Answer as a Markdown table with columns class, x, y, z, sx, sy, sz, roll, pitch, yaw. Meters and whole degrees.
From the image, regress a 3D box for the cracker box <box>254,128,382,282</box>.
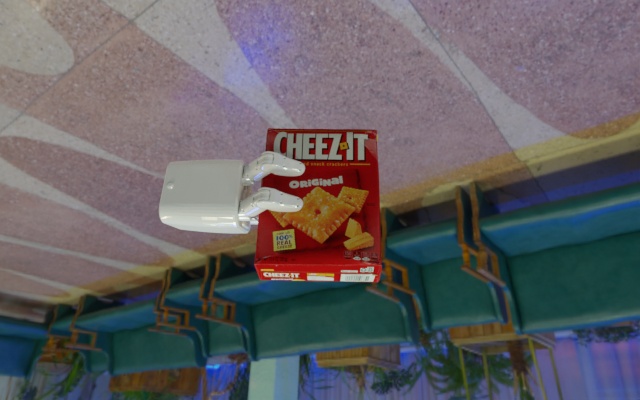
| class | x | y | z | sx | sy | sz | roll | pitch | yaw |
| --- | --- | --- | --- | --- | --- | --- | --- | --- | --- |
| cracker box | 0.000 | 0.002 | 0.668 | 0.164 | 0.213 | 0.072 | 1 | -27 | 1 |
